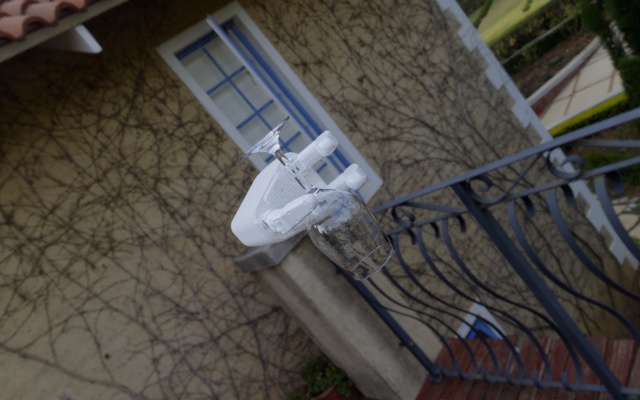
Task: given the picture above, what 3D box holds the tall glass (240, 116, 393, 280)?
[{"bbox_3d":[0.000,0.001,0.562,0.079,0.201,0.079,-40,11,9],"label":"tall glass"}]
